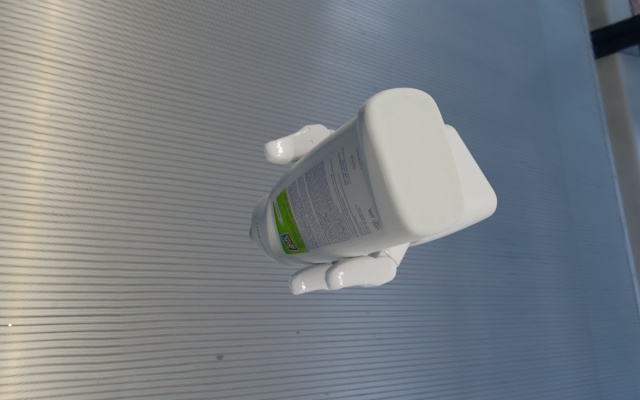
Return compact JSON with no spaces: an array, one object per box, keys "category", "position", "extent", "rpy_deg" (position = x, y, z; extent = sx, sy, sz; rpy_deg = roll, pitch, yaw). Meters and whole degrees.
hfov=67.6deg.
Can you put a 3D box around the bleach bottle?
[{"category":"bleach bottle","position":[0.000,0.001,0.407],"extent":[0.068,0.102,0.251],"rpy_deg":[-14,-5,-34]}]
